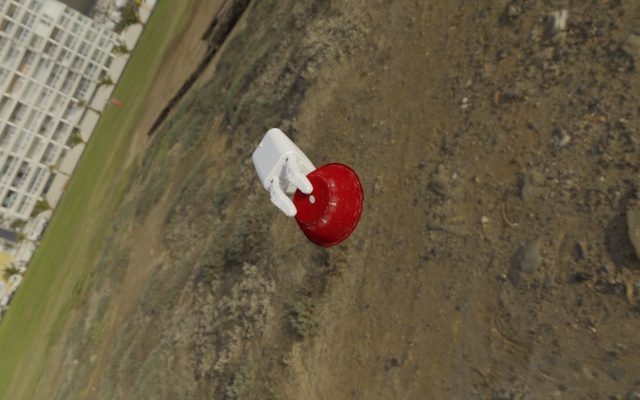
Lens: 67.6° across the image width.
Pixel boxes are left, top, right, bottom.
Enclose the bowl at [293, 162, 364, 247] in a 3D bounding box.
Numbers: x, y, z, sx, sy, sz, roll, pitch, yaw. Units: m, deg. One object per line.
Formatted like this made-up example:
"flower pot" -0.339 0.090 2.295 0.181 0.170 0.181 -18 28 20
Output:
"bowl" 0.001 0.003 0.880 0.162 0.162 0.055 0 -10 42
